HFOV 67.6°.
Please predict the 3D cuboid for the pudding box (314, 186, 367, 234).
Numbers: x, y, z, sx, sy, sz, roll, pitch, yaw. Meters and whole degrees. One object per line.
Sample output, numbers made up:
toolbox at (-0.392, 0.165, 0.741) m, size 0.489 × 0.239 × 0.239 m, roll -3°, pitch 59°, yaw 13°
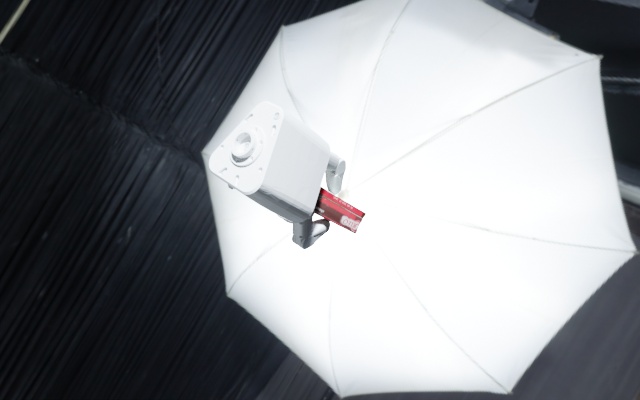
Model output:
pudding box at (0.000, 0.002, 0.680) m, size 0.090 × 0.039 × 0.113 m, roll 31°, pitch 0°, yaw -27°
